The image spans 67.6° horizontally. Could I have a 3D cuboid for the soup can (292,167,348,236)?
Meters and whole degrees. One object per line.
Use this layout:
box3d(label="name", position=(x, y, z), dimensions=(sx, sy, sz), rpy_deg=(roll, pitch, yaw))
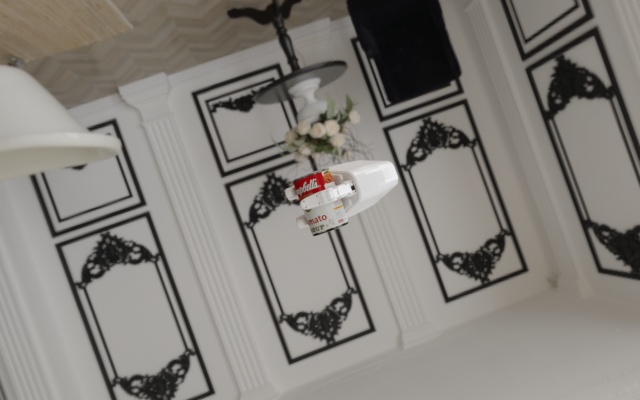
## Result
box3d(label="soup can", position=(0.000, 0.003, 0.819), dimensions=(0.068, 0.102, 0.068), rpy_deg=(-20, 0, 0))
